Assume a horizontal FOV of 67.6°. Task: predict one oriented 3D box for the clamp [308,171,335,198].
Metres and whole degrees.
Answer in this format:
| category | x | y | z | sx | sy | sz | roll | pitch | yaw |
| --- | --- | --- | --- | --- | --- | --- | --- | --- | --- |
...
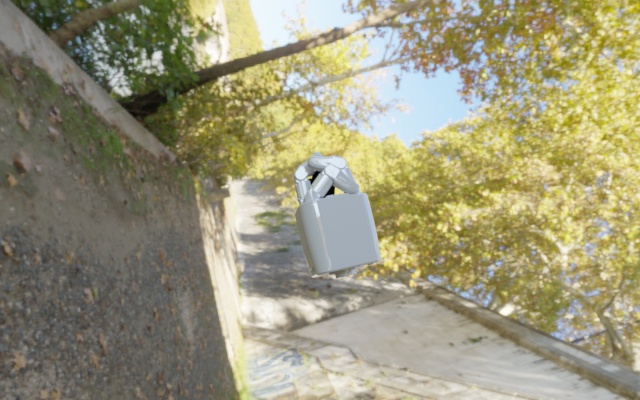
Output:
| category | x | y | z | sx | sy | sz | roll | pitch | yaw |
| --- | --- | --- | --- | --- | --- | --- | --- | --- | --- |
| clamp | 0.001 | 0.002 | 0.816 | 0.039 | 0.120 | 0.171 | -12 | -10 | -9 |
